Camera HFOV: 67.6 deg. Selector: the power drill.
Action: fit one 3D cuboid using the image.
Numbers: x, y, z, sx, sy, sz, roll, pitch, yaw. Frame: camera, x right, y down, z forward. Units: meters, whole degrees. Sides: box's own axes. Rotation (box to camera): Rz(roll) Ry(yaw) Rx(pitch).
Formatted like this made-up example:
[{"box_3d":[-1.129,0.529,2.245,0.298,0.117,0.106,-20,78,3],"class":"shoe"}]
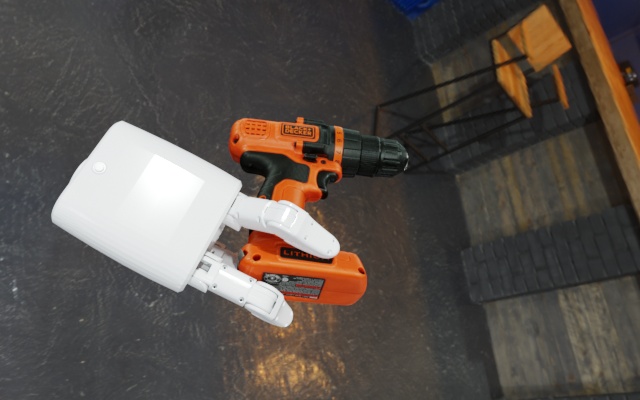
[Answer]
[{"box_3d":[0.000,0.002,0.445,0.184,0.187,0.057,5,-41,-6],"class":"power drill"}]
